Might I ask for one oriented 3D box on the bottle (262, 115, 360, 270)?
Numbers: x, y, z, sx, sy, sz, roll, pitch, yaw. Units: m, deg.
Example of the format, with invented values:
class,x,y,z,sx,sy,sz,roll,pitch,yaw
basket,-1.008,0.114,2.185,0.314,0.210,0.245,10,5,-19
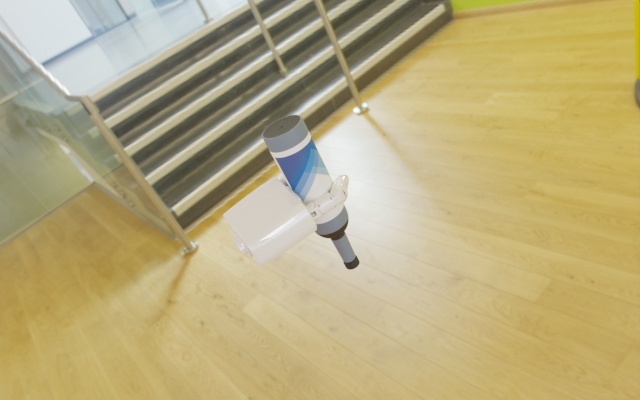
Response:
class,x,y,z,sx,sy,sz,roll,pitch,yaw
bottle,0.000,0.002,0.785,0.069,0.296,0.069,-20,32,13
